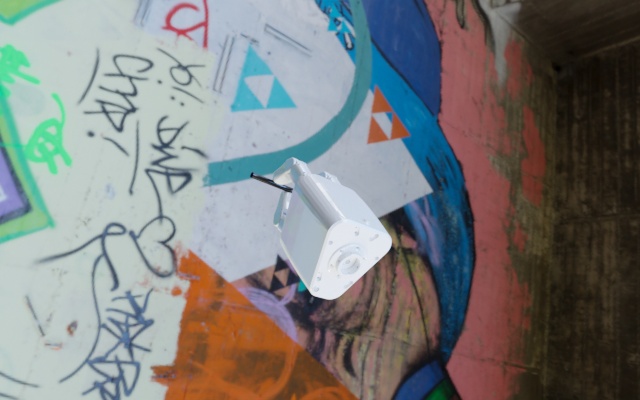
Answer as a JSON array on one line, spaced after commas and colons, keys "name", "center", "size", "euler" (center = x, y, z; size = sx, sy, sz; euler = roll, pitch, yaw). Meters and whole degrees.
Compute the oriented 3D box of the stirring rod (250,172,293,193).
[{"name": "stirring rod", "center": [0.000, 0.002, 0.712], "size": [0.239, 0.011, 0.011], "euler": [22, -12, -34]}]
